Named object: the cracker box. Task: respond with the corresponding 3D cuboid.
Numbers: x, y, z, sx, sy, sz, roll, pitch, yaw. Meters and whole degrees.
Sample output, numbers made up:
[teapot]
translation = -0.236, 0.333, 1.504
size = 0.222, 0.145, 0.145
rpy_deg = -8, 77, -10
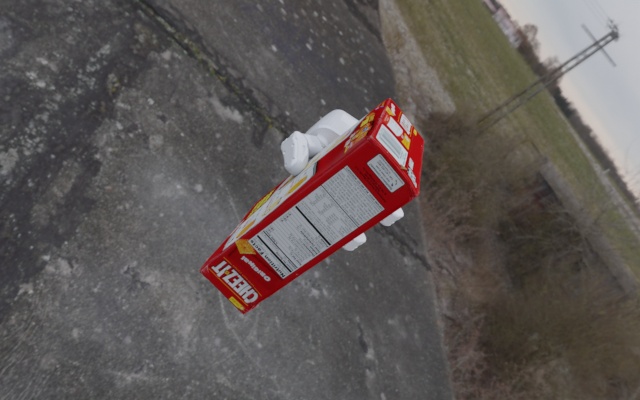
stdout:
[cracker box]
translation = 0.000, 0.001, 0.483
size = 0.214, 0.072, 0.164
rpy_deg = -37, 10, 24
